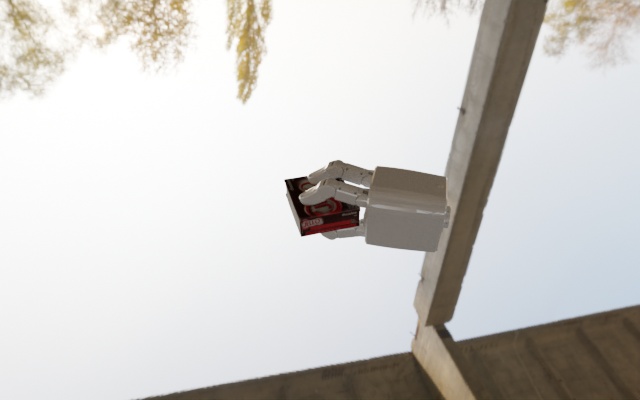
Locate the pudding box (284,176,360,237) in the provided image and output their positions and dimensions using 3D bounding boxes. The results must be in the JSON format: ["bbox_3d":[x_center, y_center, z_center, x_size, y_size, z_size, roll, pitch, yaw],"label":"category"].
[{"bbox_3d":[0.000,0.002,0.717,0.090,0.039,0.113,-9,33,-12],"label":"pudding box"}]
